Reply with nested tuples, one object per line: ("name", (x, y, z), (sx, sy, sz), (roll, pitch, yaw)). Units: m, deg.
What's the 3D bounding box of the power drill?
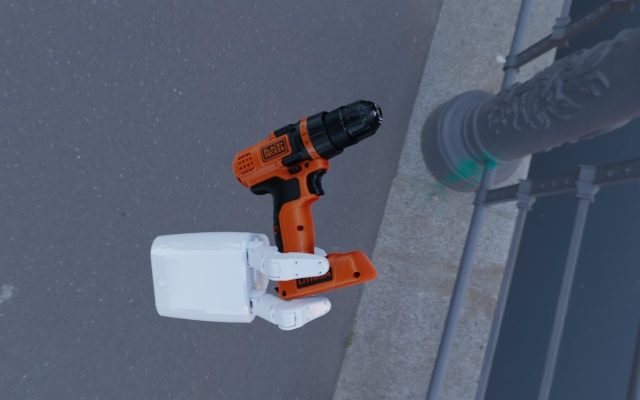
("power drill", (0.000, 0.002, 0.514), (0.184, 0.187, 0.057), (-21, -15, 26))
